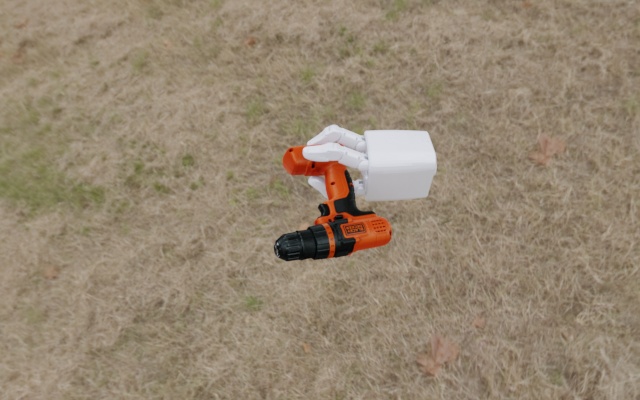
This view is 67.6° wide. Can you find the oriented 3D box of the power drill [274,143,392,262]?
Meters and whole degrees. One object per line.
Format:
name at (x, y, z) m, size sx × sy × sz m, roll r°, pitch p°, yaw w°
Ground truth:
power drill at (0.000, 0.002, 0.740) m, size 0.184 × 0.187 × 0.057 m, roll -7°, pitch -29°, yaw -23°
